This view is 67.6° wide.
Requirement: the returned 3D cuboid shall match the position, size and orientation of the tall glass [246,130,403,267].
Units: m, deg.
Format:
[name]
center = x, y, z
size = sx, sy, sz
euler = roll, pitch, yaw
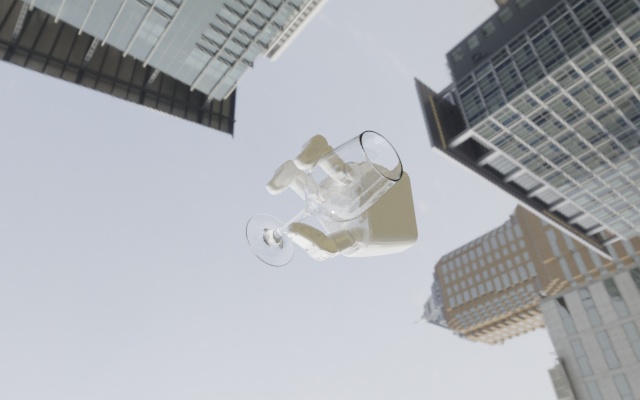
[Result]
[tall glass]
center = 0.000, 0.002, 0.546
size = 0.079, 0.079, 0.201
euler = 0, -29, -46
